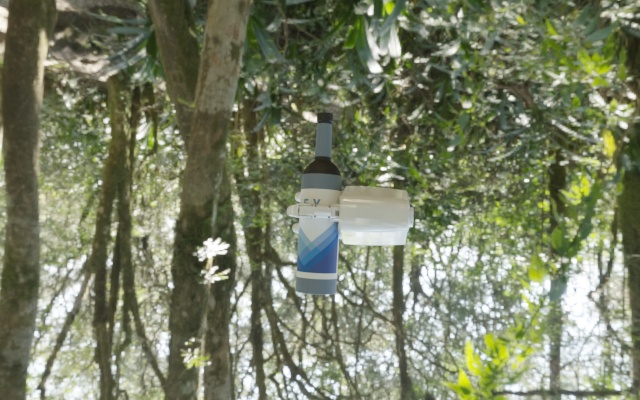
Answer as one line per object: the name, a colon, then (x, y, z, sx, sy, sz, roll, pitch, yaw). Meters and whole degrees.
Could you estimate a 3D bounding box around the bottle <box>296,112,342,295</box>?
bottle: (0.000, 0.003, 0.787, 0.069, 0.295, 0.069, 3, -4, 0)
